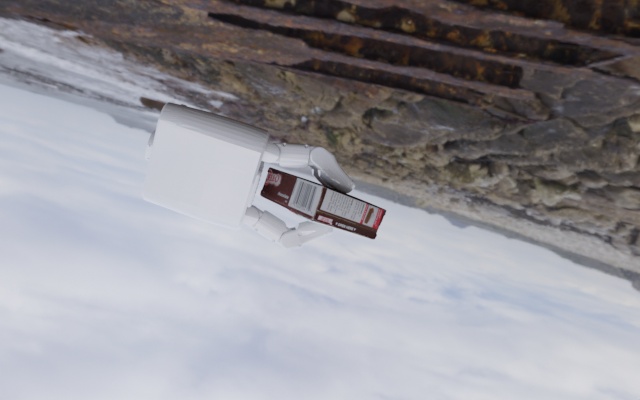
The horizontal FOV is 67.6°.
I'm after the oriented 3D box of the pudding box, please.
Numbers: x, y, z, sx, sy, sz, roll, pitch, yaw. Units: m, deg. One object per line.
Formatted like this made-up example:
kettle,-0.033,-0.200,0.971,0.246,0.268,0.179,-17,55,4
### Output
pudding box,0.000,0.002,0.517,0.090,0.039,0.113,19,4,-37
